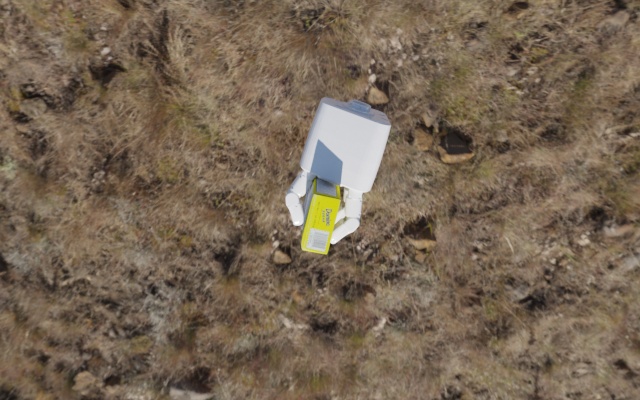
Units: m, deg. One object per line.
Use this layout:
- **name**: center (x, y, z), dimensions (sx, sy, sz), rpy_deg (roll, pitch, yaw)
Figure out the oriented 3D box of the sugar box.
- **sugar box**: center (0.001, 0.003, 0.761), dimensions (0.048, 0.093, 0.176), rpy_deg (13, 22, -3)
